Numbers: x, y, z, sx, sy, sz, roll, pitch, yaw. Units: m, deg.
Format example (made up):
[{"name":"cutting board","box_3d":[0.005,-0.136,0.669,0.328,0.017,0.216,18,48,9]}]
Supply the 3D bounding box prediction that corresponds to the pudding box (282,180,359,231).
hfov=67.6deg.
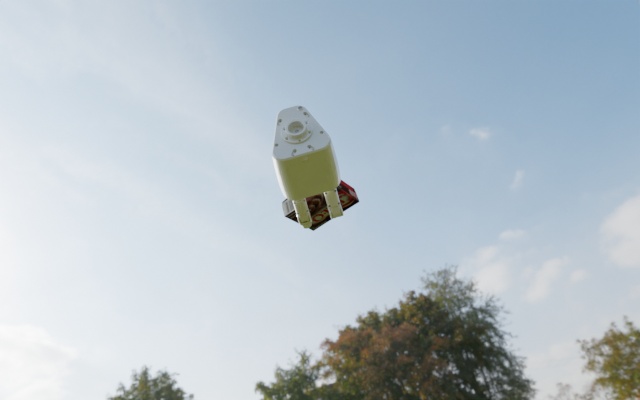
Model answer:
[{"name":"pudding box","box_3d":[0.000,0.003,0.868,0.113,0.039,0.090,-32,-37,22]}]
